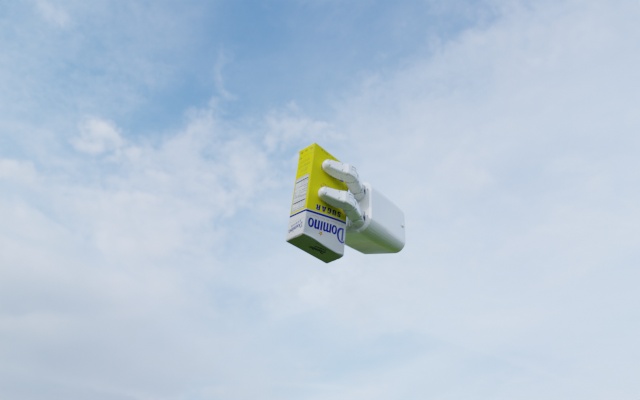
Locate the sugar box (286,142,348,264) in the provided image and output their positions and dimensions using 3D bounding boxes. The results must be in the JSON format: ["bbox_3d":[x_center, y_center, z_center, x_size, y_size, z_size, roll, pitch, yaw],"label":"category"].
[{"bbox_3d":[0.001,0.002,0.770,0.048,0.176,0.093,-27,-45,36],"label":"sugar box"}]
